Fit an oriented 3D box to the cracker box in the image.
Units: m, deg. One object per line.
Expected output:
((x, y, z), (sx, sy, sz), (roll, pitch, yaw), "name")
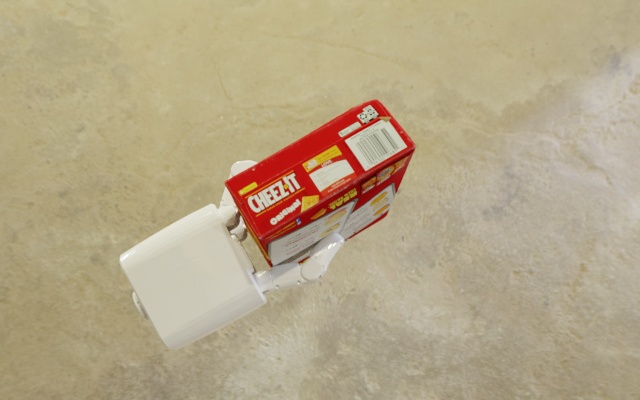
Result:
((0.000, 0.002, 0.515), (0.164, 0.072, 0.214), (-31, -16, -10), "cracker box")
